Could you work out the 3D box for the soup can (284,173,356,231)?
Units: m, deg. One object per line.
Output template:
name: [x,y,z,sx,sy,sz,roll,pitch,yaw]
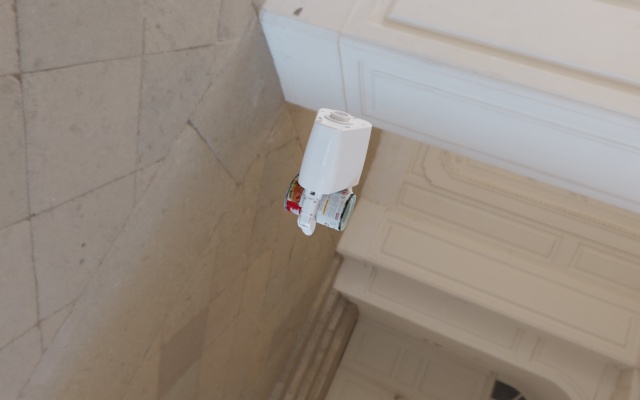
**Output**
soup can: [0.000,0.003,0.797,0.102,0.068,0.068,21,5,14]
